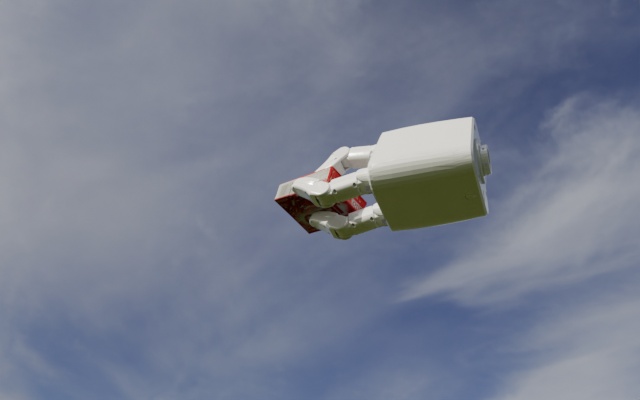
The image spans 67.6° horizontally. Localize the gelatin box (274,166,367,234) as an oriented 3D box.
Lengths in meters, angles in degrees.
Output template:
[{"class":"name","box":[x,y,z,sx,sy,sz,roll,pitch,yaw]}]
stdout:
[{"class":"gelatin box","box":[0.000,0.002,0.586,0.089,0.030,0.073,-17,-49,36]}]
